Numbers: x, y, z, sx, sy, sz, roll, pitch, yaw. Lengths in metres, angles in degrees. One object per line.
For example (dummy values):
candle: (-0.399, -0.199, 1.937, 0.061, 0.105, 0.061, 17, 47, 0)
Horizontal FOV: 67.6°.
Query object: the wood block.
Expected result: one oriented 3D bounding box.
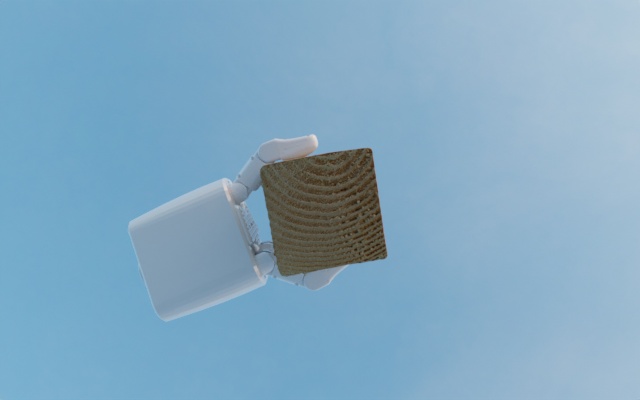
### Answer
wood block: (0.000, 0.001, 0.470, 0.090, 0.091, 0.206, -10, 5, -2)
